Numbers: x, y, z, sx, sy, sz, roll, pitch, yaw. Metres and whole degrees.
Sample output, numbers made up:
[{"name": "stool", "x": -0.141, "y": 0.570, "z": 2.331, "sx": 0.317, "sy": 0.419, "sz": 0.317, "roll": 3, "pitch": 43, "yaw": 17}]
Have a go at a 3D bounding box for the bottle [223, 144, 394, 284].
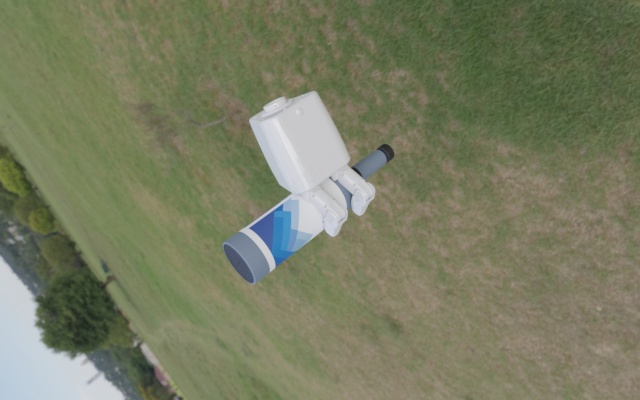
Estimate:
[{"name": "bottle", "x": 0.000, "y": 0.002, "z": 0.676, "sx": 0.295, "sy": 0.069, "sz": 0.069, "roll": -37, "pitch": 19, "yaw": -27}]
